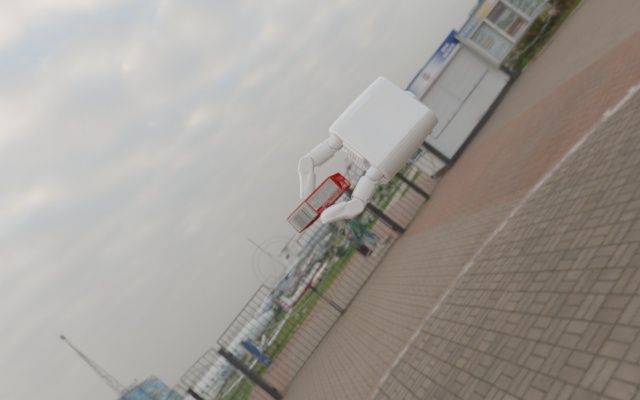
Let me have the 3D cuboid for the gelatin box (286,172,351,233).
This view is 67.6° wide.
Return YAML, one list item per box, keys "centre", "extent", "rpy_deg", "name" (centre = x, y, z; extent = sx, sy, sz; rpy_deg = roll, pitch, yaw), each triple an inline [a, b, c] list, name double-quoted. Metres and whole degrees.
- centre: [0.000, 0.002, 0.669]
  extent: [0.089, 0.030, 0.073]
  rpy_deg: [-45, -4, 12]
  name: "gelatin box"
